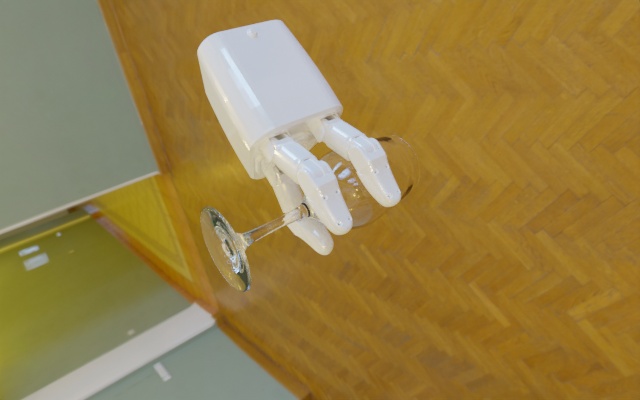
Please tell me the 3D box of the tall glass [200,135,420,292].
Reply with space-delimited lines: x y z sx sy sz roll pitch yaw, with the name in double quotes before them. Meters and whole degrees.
"tall glass" 0.000 0.002 0.428 0.201 0.079 0.079 -26 14 -30
